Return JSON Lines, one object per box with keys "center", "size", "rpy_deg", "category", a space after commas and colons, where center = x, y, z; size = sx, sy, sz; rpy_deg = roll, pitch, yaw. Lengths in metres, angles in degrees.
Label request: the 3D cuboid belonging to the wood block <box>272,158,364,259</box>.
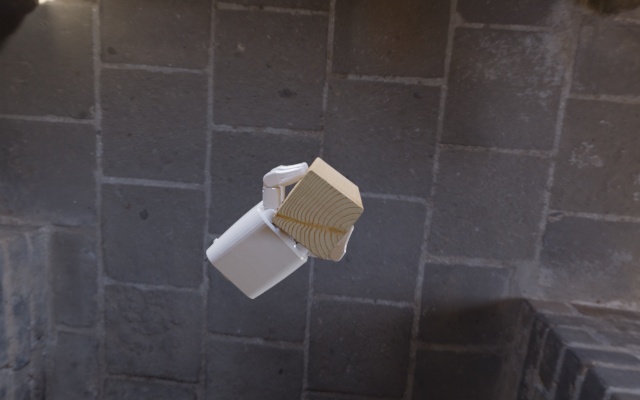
{"center": [0.000, 0.003, 0.724], "size": [0.091, 0.090, 0.206], "rpy_deg": [38, 9, -4], "category": "wood block"}
